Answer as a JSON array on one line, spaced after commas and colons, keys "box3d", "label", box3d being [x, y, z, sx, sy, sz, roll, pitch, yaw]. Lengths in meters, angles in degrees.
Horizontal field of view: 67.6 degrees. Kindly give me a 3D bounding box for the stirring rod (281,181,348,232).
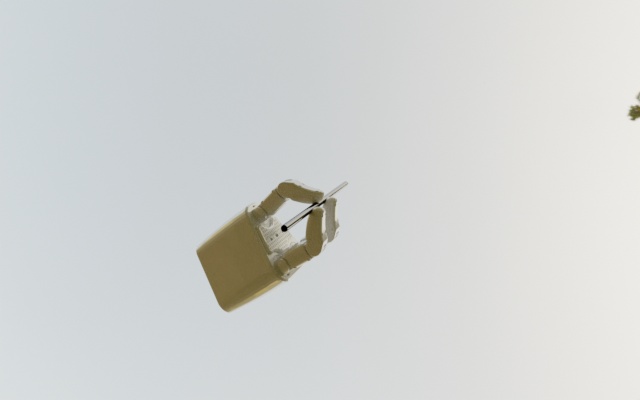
[{"box3d": [0.000, 0.002, 0.610, 0.011, 0.011, 0.239, 0, 13, 19], "label": "stirring rod"}]
